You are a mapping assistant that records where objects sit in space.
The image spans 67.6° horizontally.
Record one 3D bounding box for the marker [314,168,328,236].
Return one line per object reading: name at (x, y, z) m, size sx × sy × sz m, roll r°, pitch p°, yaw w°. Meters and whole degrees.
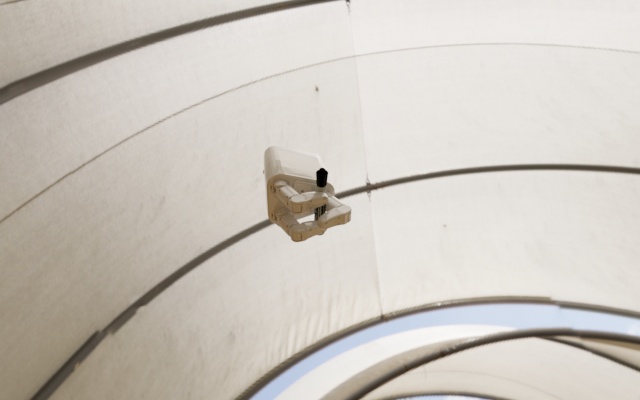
marker at (0.000, 0.002, 0.747) m, size 0.020 × 0.121 × 0.020 m, roll 2°, pitch 35°, yaw -1°
